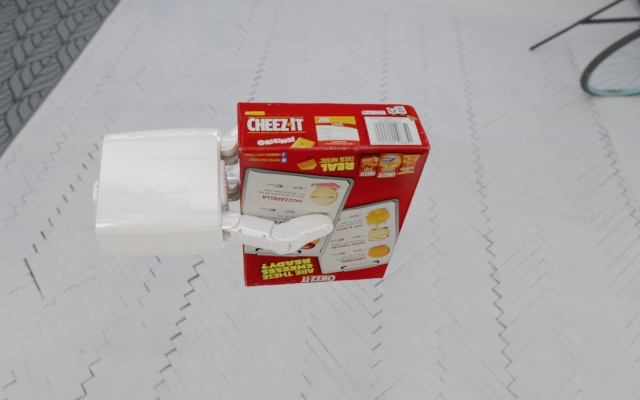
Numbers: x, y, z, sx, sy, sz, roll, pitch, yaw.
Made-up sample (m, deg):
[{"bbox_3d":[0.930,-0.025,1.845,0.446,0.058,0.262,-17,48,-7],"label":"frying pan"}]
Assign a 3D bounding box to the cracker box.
[{"bbox_3d":[0.000,0.002,0.489,0.164,0.072,0.214,-2,-40,-8],"label":"cracker box"}]
